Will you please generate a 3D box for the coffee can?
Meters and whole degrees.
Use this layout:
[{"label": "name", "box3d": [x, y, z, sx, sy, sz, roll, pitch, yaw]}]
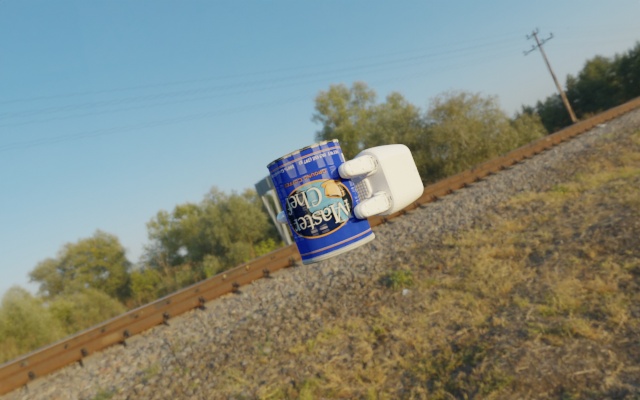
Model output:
[{"label": "coffee can", "box3d": [0.000, 0.002, 0.638, 0.103, 0.140, 0.103, -21, -1, 0]}]
